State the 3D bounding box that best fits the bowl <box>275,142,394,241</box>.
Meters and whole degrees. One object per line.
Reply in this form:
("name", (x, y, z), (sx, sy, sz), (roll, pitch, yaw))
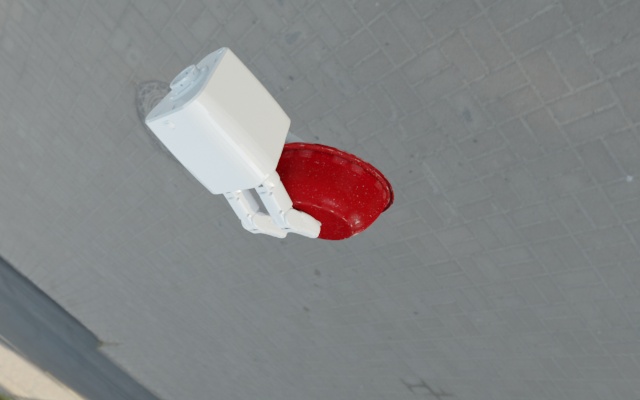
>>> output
("bowl", (0.001, 0.003, 0.552), (0.162, 0.055, 0.162), (14, -25, 7))
